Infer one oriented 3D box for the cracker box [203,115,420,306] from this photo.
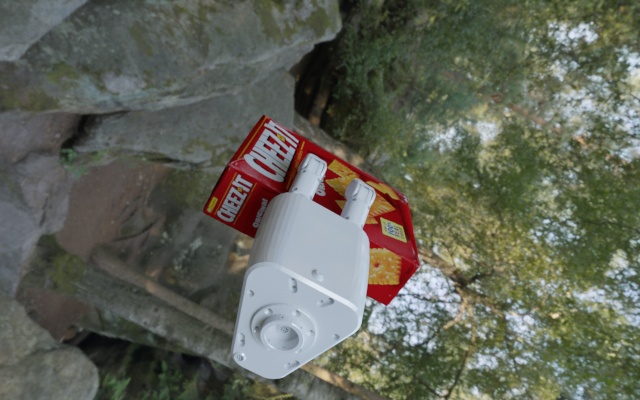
[{"bbox_3d":[0.000,0.002,0.536,0.214,0.072,0.164,29,25,-9],"label":"cracker box"}]
